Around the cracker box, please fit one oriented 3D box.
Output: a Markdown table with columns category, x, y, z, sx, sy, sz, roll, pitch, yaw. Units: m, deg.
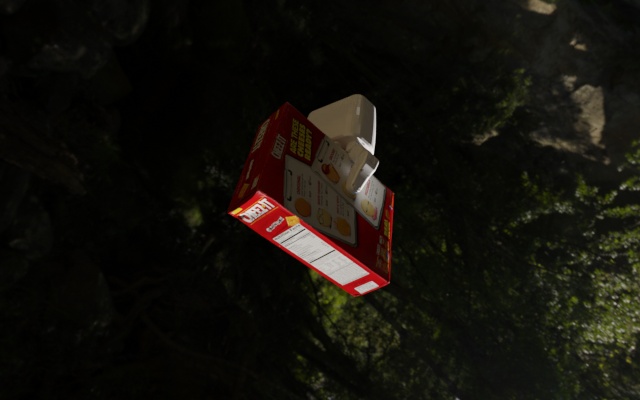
| category | x | y | z | sx | sy | sz | roll | pitch | yaw |
| --- | --- | --- | --- | --- | --- | --- | --- | --- | --- |
| cracker box | 0.000 | 0.002 | 0.622 | 0.214 | 0.164 | 0.072 | 37 | -49 | -25 |
